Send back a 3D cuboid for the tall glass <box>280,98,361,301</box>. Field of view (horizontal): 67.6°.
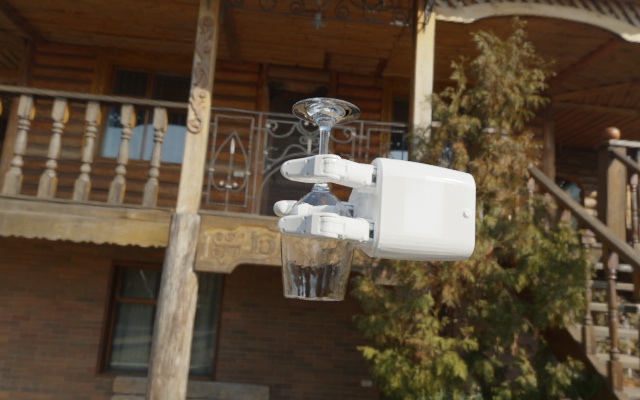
[{"bbox_3d":[0.000,0.001,0.498,0.079,0.201,0.079,4,-10,1],"label":"tall glass"}]
